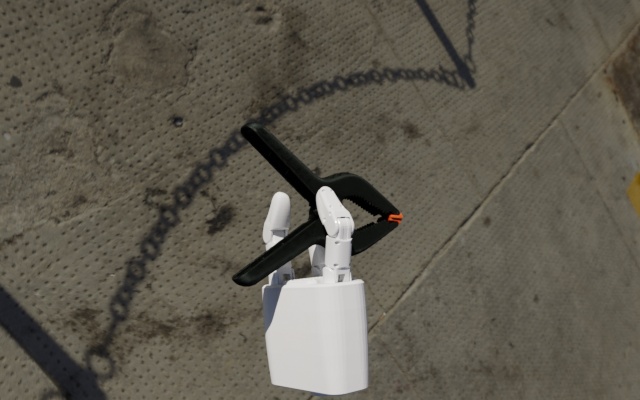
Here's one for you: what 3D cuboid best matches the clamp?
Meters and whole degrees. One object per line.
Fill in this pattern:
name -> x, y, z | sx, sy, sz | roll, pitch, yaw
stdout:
clamp -> 0.001, 0.002, 0.520 | 0.210, 0.164, 0.036 | 0, -6, -32
